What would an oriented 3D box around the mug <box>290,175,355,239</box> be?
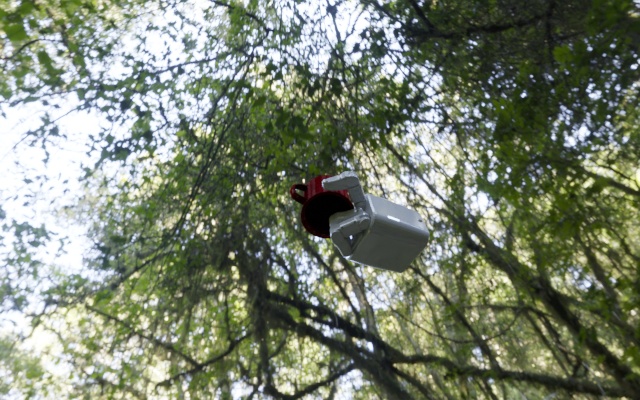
[{"bbox_3d":[-0.001,0.002,0.839,0.117,0.093,0.081,21,26,-14],"label":"mug"}]
